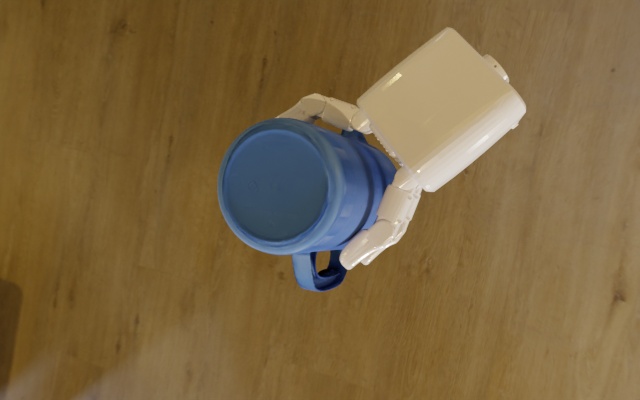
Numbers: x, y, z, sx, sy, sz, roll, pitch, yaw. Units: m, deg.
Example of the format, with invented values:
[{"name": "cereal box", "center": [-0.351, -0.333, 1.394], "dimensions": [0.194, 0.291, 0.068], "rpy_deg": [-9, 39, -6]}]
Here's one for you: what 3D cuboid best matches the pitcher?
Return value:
[{"name": "pitcher", "center": [0.000, 0.001, 0.478], "dimensions": [0.145, 0.149, 0.243], "rpy_deg": [-39, -12, 13]}]
